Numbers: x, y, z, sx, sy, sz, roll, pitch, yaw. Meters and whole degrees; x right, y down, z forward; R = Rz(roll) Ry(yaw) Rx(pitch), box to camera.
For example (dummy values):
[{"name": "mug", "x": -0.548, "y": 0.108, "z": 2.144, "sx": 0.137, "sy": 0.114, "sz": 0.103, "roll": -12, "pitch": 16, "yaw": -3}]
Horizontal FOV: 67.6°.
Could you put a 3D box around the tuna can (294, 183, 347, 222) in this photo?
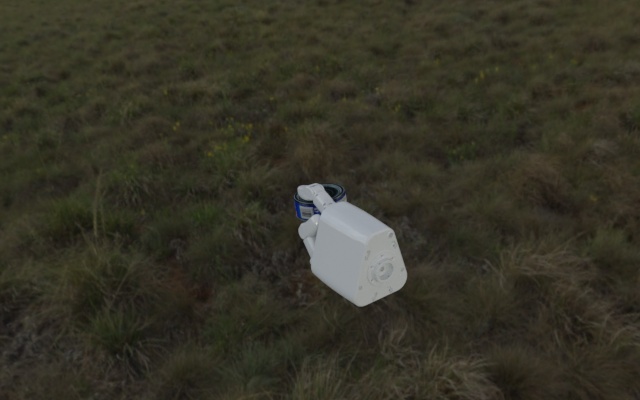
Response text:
[{"name": "tuna can", "x": 0.000, "y": 0.002, "z": 0.776, "sx": 0.086, "sy": 0.034, "sz": 0.086, "roll": -8, "pitch": 23, "yaw": 3}]
